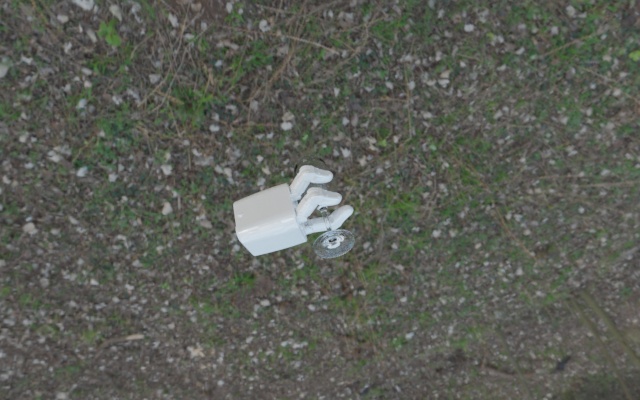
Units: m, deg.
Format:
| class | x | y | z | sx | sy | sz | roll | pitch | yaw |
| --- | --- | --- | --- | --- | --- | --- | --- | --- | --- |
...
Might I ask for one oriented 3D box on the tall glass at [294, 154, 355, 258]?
| class | x | y | z | sx | sy | sz | roll | pitch | yaw |
| --- | --- | --- | --- | --- | --- | --- | --- | --- | --- |
| tall glass | 0.000 | 0.003 | 0.869 | 0.079 | 0.200 | 0.079 | -10 | -42 | -9 |
